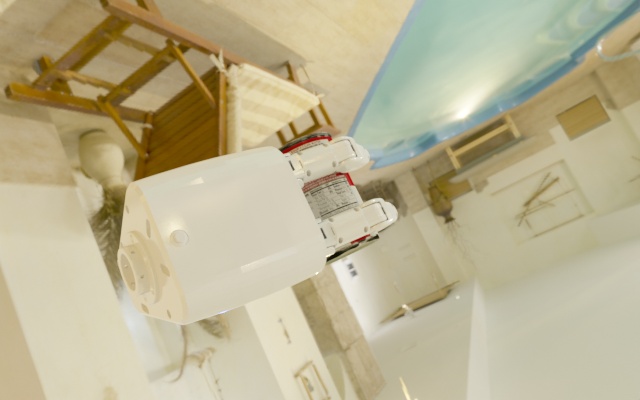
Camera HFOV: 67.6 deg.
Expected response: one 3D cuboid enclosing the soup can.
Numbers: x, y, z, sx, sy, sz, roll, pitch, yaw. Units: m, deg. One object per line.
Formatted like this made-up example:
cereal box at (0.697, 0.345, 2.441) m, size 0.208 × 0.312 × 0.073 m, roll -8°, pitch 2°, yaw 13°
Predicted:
soup can at (0.001, 0.002, 0.415) m, size 0.068 × 0.102 × 0.068 m, roll -25°, pitch -10°, yaw -4°
